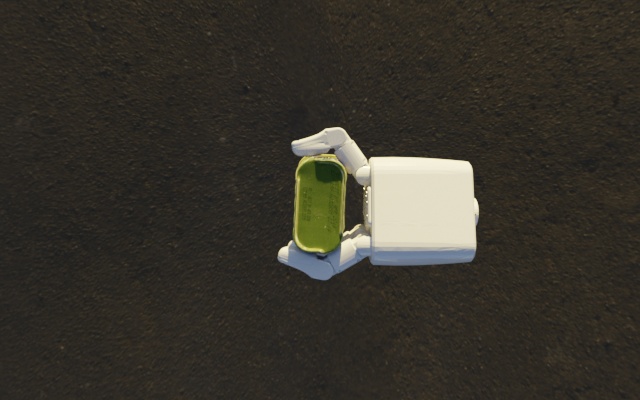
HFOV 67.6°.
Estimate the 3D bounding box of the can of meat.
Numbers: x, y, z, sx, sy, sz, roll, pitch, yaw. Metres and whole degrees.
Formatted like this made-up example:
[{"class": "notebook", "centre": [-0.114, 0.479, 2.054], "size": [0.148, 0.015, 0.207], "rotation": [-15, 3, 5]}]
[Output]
[{"class": "can of meat", "centre": [0.000, 0.002, 0.516], "size": [0.057, 0.102, 0.084], "rotation": [3, 7, 1]}]
